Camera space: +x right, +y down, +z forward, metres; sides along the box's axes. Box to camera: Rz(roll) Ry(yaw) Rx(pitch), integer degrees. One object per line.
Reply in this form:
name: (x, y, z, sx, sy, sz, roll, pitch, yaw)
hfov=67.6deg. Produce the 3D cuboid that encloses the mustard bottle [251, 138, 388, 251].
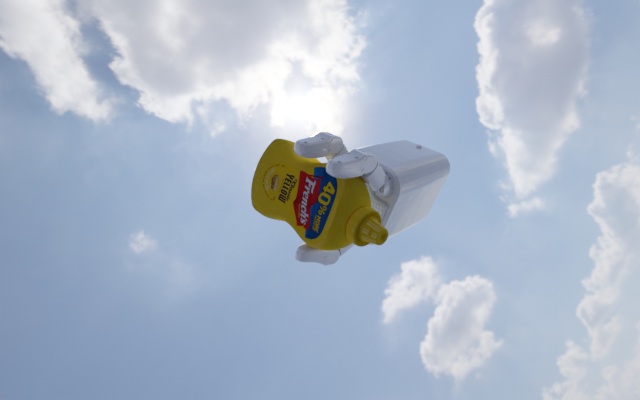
mustard bottle: (0.000, 0.002, 0.535, 0.058, 0.096, 0.191, 11, 14, -47)
